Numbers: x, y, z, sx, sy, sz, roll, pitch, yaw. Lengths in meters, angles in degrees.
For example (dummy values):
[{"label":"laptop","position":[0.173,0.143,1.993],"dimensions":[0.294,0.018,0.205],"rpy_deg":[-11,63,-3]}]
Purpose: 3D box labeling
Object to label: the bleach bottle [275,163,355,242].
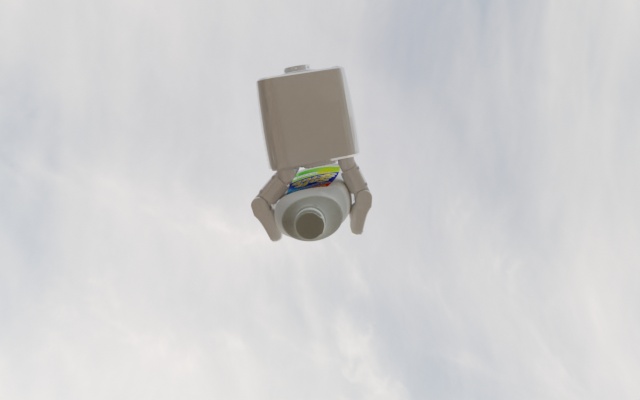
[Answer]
[{"label":"bleach bottle","position":[0.000,0.002,0.597],"dimensions":[0.102,0.068,0.250],"rpy_deg":[-9,10,3]}]
